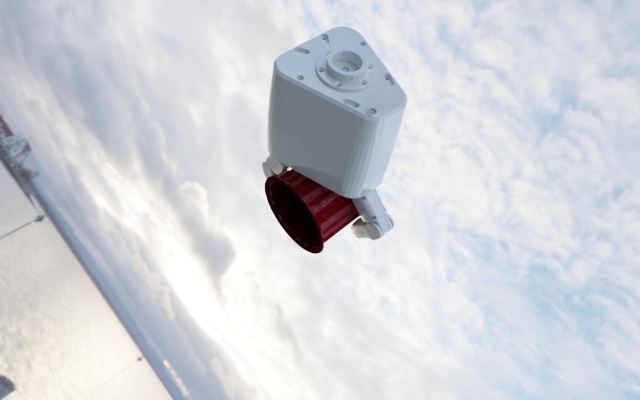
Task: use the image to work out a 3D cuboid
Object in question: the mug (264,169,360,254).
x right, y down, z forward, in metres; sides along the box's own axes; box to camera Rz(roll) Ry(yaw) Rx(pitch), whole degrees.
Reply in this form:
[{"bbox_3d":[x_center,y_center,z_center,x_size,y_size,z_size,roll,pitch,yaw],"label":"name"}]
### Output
[{"bbox_3d":[0.000,0.002,0.511,0.081,0.093,0.117,-35,-22,-25],"label":"mug"}]
